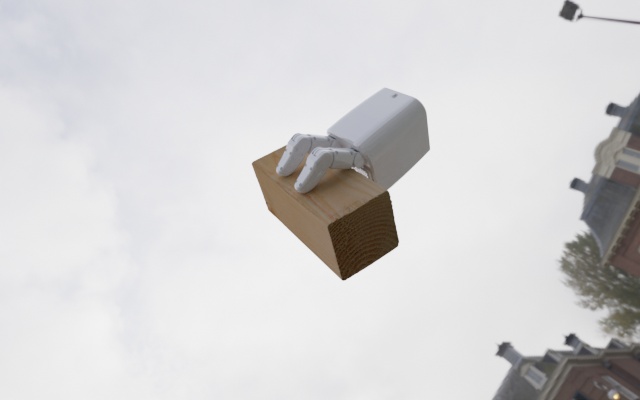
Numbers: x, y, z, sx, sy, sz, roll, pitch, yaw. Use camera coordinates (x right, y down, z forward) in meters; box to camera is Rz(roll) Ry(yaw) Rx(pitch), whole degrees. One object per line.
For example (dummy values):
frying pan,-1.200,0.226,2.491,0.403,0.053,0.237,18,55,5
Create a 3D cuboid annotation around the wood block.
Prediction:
wood block,0.000,0.002,0.635,0.090,0.091,0.206,-30,36,-18
